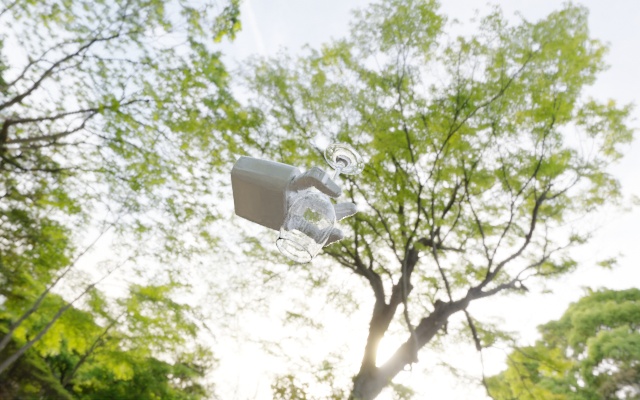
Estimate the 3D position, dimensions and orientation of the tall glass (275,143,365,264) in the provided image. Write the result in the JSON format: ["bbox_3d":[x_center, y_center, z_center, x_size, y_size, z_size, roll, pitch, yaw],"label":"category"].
[{"bbox_3d":[0.001,0.002,0.766,0.079,0.201,0.079,20,-33,14],"label":"tall glass"}]
